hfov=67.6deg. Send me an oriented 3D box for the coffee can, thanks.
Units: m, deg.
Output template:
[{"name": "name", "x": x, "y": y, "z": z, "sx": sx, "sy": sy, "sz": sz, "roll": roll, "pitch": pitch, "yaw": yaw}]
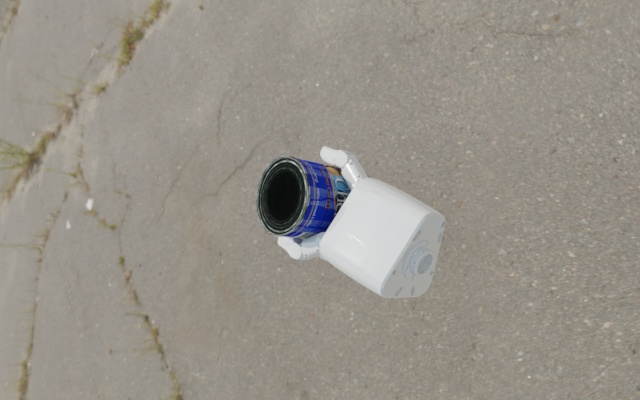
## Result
[{"name": "coffee can", "x": 0.000, "y": 0.002, "z": 0.641, "sx": 0.140, "sy": 0.103, "sz": 0.103, "roll": 9, "pitch": -6, "yaw": -43}]
